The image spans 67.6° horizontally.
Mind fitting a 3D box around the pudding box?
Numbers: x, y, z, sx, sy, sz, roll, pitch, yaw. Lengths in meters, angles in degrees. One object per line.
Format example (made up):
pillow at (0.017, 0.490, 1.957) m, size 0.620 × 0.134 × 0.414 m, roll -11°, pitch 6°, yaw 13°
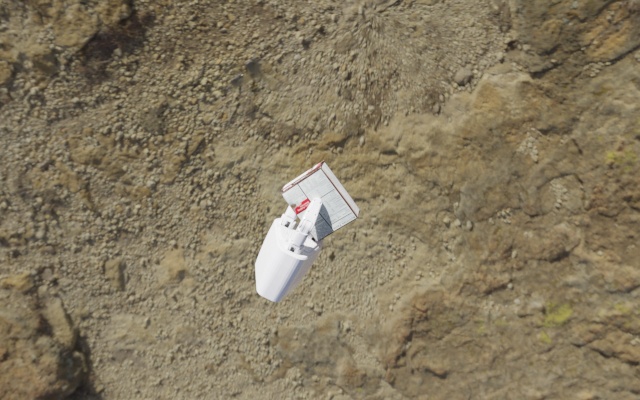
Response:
pudding box at (0.000, 0.003, 0.819) m, size 0.090 × 0.113 × 0.039 m, roll -32°, pitch 16°, yaw 19°
